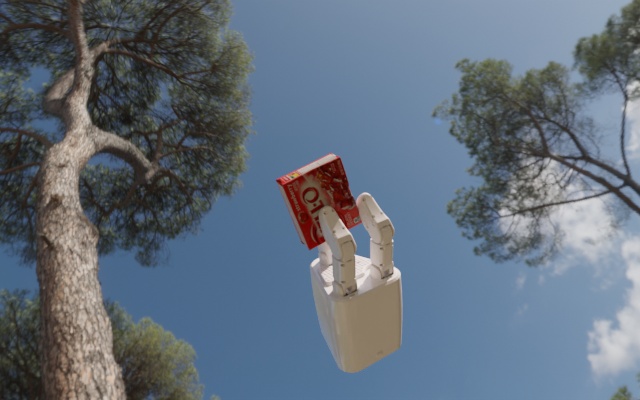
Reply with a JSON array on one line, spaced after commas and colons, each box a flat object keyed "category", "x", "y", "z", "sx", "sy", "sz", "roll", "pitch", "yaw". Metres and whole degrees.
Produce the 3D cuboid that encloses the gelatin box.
[{"category": "gelatin box", "x": 0.000, "y": 0.001, "z": 0.544, "sx": 0.073, "sy": 0.089, "sz": 0.030, "roll": -27, "pitch": 24, "yaw": -14}]
